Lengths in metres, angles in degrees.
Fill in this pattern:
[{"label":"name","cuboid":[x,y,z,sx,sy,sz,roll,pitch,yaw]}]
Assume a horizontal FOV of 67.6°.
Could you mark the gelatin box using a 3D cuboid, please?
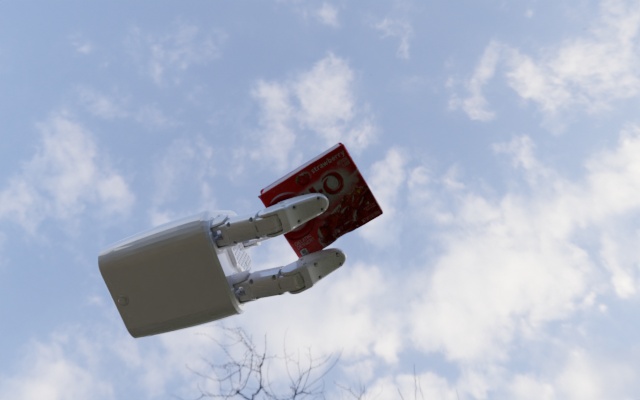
[{"label":"gelatin box","cuboid":[0.000,0.001,0.432,0.089,0.073,0.030,-31,12,4]}]
